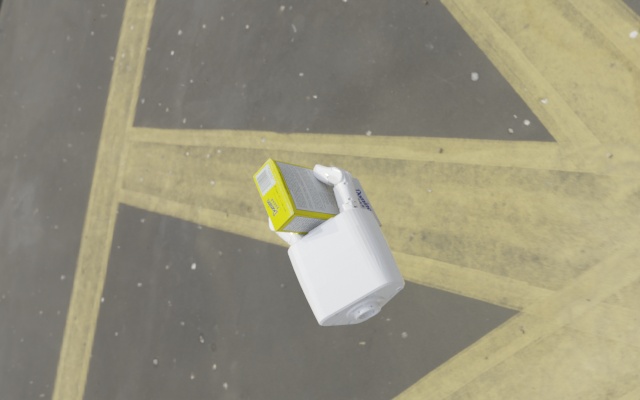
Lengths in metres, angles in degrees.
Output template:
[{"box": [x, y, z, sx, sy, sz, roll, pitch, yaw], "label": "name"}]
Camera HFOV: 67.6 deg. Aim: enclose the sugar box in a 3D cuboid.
[{"box": [0.000, 0.003, 0.655, 0.176, 0.093, 0.048, 13, -46, -47], "label": "sugar box"}]
